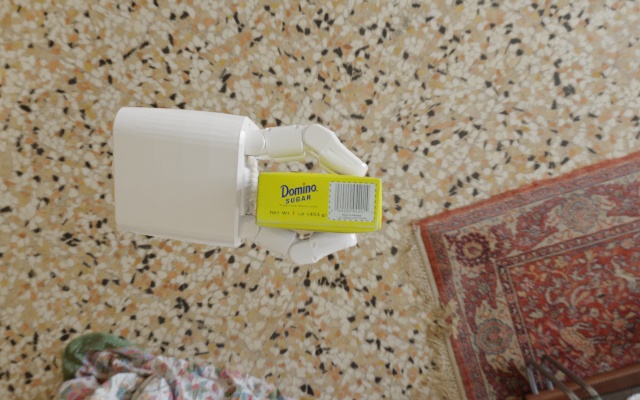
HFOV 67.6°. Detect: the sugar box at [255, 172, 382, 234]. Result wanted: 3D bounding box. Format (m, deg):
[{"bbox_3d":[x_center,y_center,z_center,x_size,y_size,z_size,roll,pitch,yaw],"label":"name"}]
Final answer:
[{"bbox_3d":[0.000,0.001,0.433,0.093,0.048,0.176,4,2,0],"label":"sugar box"}]
